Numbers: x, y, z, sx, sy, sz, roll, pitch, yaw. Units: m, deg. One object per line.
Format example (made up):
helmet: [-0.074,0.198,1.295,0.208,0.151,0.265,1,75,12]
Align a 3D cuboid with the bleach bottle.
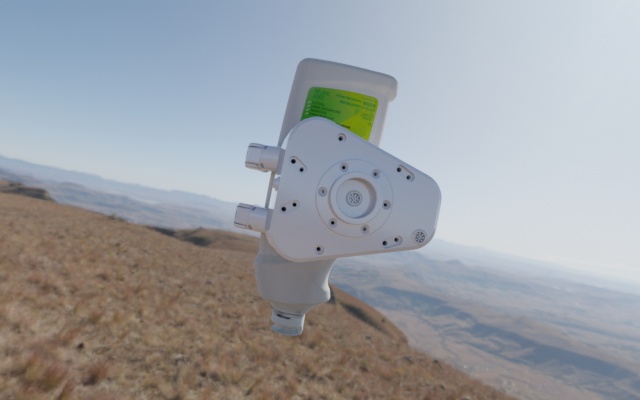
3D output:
bleach bottle: [0.000,0.001,0.453,0.102,0.251,0.068,11,-2,-4]
